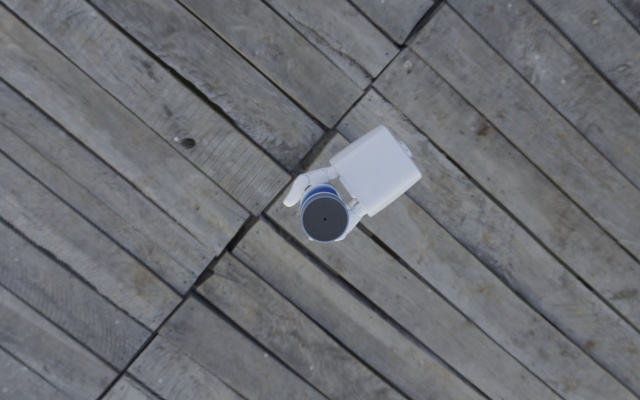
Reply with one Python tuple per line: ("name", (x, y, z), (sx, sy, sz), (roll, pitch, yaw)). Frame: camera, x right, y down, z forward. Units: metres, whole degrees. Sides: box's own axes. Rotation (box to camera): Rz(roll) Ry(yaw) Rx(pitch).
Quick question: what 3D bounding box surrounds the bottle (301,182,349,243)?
("bottle", (0.000, 0.003, 0.796), (0.069, 0.069, 0.295), (0, 9, -2))
